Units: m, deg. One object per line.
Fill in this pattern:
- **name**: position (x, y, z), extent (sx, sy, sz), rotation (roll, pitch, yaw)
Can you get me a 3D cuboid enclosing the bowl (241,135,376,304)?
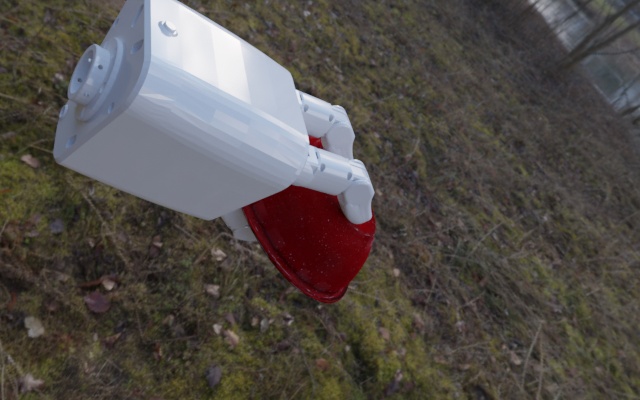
- **bowl**: position (0.001, 0.001, 0.405), extent (0.055, 0.162, 0.162), rotation (-30, -11, 20)
